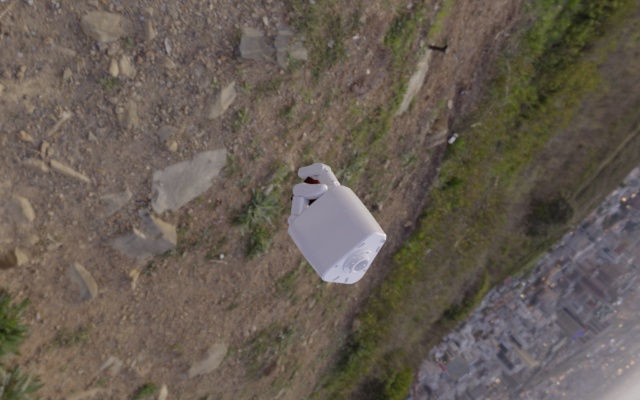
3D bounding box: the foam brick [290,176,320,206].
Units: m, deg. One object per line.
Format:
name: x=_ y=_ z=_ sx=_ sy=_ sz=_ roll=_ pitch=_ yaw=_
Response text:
foam brick: x=0.000 y=0.003 z=0.797 sx=0.078 sy=0.053 sz=0.051 roll=16 pitch=30 yaw=-48
